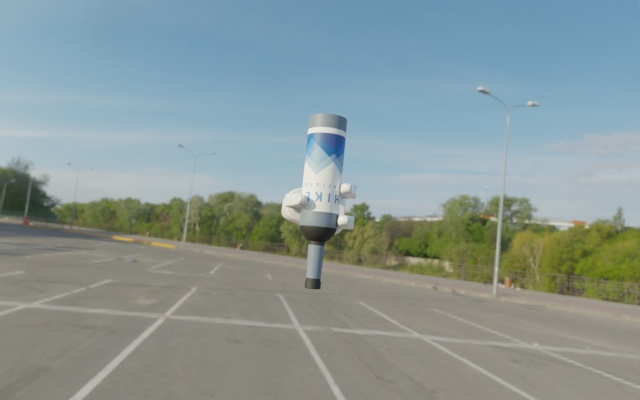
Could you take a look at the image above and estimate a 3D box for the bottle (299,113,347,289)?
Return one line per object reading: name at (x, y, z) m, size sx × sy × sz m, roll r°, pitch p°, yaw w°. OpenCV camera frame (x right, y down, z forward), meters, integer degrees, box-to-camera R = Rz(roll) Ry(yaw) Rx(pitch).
bottle at (0.000, 0.002, 0.820) m, size 0.069 × 0.295 × 0.069 m, roll 5°, pitch -5°, yaw 1°
